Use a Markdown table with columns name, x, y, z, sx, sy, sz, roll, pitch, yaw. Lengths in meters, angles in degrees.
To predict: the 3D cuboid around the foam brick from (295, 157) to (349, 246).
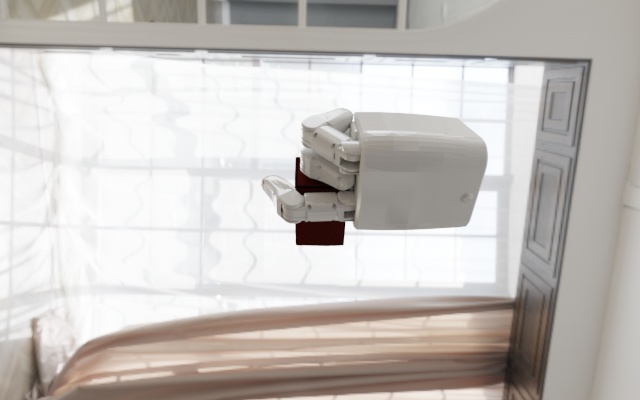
| name | x | y | z | sx | sy | sz | roll | pitch | yaw |
| --- | --- | --- | --- | --- | --- | --- | --- | --- | --- |
| foam brick | 0.000 | 0.002 | 0.479 | 0.051 | 0.078 | 0.053 | 0 | 40 | -2 |
